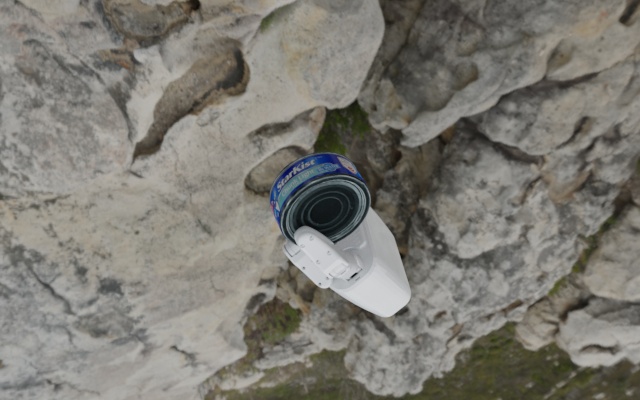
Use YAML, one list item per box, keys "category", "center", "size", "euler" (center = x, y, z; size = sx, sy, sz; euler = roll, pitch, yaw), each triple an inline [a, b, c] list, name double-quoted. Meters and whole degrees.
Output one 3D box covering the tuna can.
- category: "tuna can"
  center: [0.000, 0.002, 0.420]
  size: [0.086, 0.086, 0.033]
  euler: [0, 39, -26]
